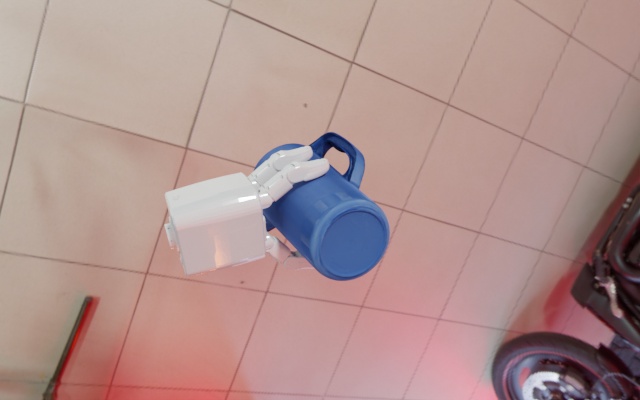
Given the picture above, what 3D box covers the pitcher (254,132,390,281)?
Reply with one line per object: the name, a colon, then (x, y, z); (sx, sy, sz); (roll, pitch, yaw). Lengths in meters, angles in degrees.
pitcher: (0.000, 0.002, 0.668); (0.145, 0.149, 0.242); (-13, 24, -19)
